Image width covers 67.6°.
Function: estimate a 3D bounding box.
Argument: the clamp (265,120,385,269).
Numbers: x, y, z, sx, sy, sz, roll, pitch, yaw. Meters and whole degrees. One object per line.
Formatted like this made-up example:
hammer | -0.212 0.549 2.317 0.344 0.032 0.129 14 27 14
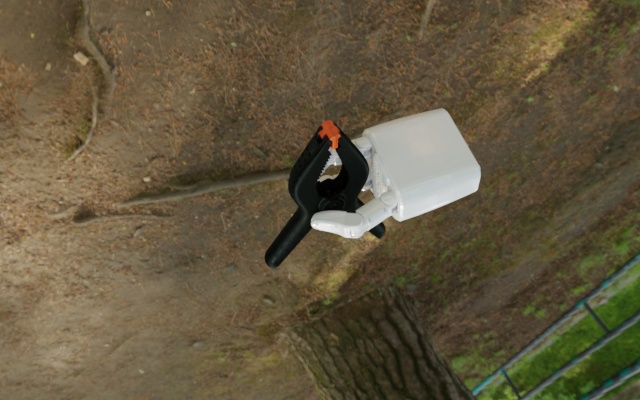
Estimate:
clamp | 0.001 0.002 0.557 0.164 0.036 0.210 -20 -40 -10
